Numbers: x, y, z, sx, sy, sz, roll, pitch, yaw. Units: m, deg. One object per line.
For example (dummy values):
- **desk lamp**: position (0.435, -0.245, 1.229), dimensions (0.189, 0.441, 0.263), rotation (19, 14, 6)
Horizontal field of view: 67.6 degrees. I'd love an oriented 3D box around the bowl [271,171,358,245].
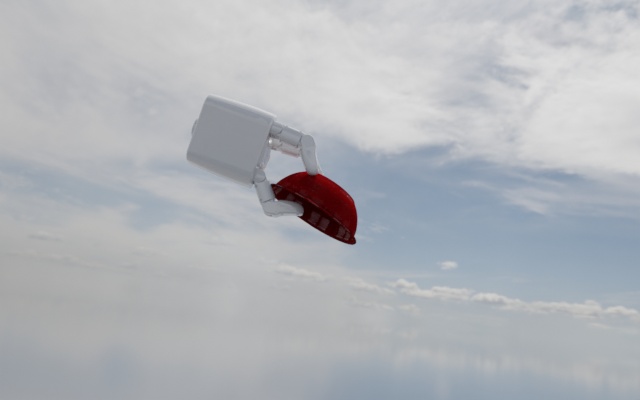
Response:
- **bowl**: position (0.001, 0.003, 0.740), dimensions (0.162, 0.055, 0.162), rotation (32, -13, 8)
